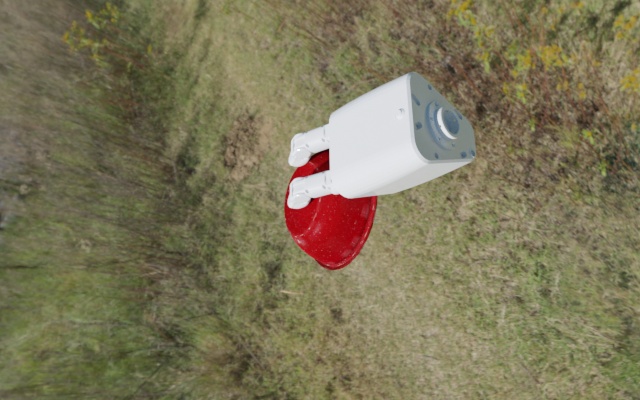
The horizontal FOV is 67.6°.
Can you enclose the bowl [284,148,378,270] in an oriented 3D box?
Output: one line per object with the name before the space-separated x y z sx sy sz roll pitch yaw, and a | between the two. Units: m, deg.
bowl | -0.001 0.003 0.583 0.055 0.162 0.162 10 -5 -29
